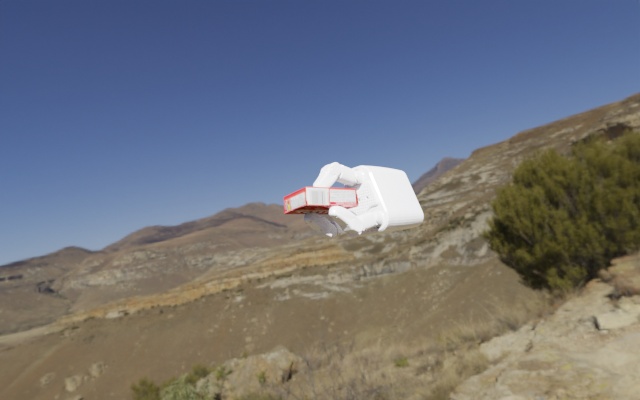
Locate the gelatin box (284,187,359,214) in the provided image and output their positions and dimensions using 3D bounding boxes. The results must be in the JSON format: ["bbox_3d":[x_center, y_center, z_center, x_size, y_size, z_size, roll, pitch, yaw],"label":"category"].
[{"bbox_3d":[0.000,0.002,0.712,0.089,0.030,0.073,2,-12,-31],"label":"gelatin box"}]
